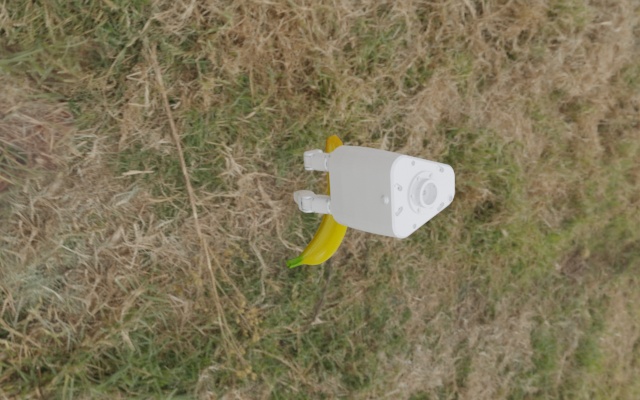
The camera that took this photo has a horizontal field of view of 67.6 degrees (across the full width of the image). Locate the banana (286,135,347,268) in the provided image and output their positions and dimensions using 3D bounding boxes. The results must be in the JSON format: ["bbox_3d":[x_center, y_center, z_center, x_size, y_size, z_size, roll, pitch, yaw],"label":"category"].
[{"bbox_3d":[0.014,0.010,0.679,0.069,0.198,0.037,17,1,-35],"label":"banana"}]
